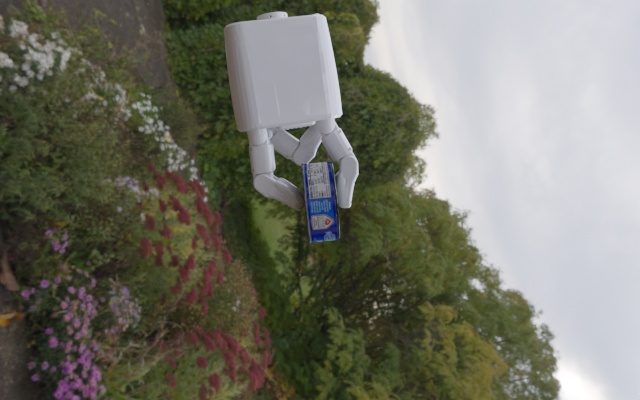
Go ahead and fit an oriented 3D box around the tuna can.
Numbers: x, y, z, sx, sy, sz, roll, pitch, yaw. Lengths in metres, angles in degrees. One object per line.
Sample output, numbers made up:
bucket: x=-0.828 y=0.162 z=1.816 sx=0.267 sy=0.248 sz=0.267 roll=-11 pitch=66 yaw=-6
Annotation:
tuna can: x=0.001 y=0.002 z=0.511 sx=0.034 sy=0.086 sz=0.086 roll=-6 pitch=0 yaw=0
